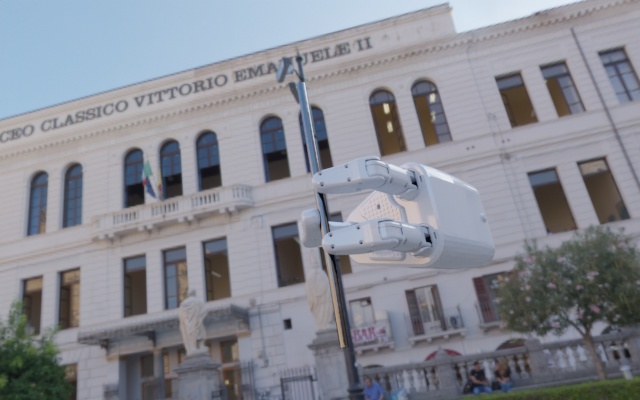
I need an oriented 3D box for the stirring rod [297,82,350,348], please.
[{"bbox_3d":[0.000,0.001,0.407,0.011,0.239,0.011,-8,-21,-3],"label":"stirring rod"}]
